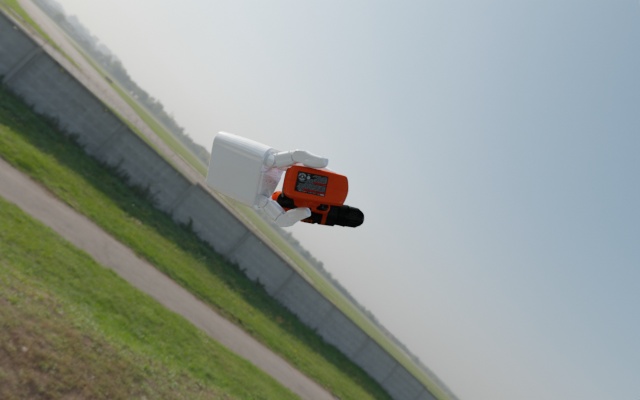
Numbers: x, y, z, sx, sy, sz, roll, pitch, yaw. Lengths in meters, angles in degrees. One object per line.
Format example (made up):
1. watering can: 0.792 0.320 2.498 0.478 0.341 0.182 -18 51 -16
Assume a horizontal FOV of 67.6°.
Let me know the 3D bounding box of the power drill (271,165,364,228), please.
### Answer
1. power drill: 0.000 0.003 0.852 0.184 0.057 0.188 9 -17 -3
